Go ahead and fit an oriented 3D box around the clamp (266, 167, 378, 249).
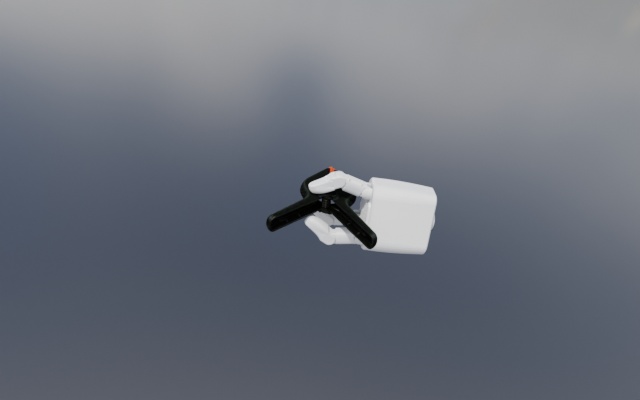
[{"bbox_3d":[0.000,0.002,0.773,0.164,0.036,0.209,8,30,-6],"label":"clamp"}]
